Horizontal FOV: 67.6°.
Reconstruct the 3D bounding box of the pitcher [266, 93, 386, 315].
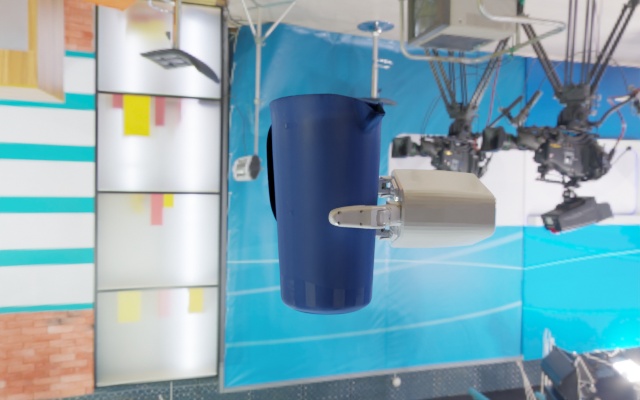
[{"bbox_3d":[0.000,0.002,0.568,0.145,0.243,0.149,0,2,1],"label":"pitcher"}]
